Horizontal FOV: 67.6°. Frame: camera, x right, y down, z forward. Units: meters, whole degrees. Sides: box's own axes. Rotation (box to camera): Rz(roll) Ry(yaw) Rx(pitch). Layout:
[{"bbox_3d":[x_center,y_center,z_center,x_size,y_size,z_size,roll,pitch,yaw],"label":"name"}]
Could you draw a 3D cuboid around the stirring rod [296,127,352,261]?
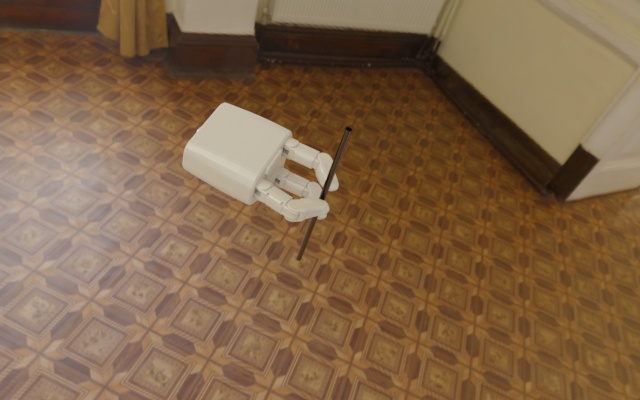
[{"bbox_3d":[0.000,0.002,0.631,0.011,0.240,0.011,12,42,-11],"label":"stirring rod"}]
